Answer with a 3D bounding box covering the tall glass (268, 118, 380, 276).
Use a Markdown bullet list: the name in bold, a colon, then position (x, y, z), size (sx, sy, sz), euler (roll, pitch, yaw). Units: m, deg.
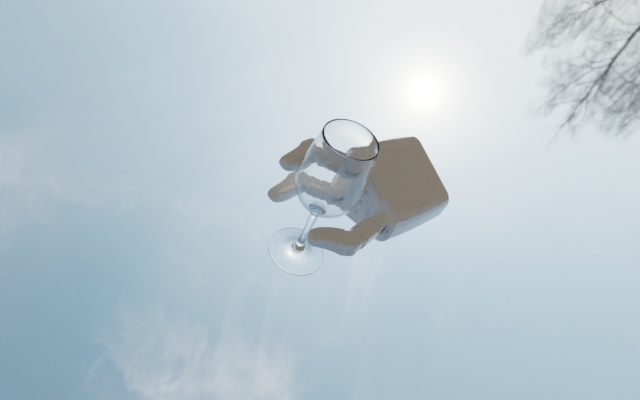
- **tall glass**: position (0.000, 0.002, 0.548), size (0.079, 0.079, 0.201), euler (0, -40, -24)
